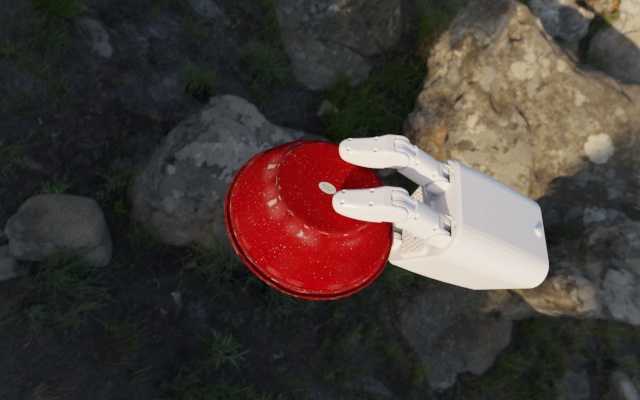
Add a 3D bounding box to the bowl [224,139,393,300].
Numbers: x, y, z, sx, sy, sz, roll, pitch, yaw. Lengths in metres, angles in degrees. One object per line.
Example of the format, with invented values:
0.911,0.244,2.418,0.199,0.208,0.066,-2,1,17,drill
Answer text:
-0.001,0.001,0.419,0.162,0.162,0.055,0,-30,-19,bowl
